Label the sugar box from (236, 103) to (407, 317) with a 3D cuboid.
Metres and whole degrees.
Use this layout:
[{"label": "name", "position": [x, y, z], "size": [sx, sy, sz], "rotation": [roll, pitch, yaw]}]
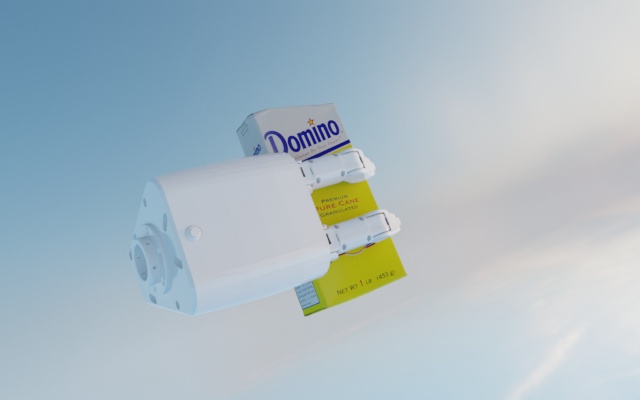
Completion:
[{"label": "sugar box", "position": [0.000, 0.001, 0.422], "size": [0.093, 0.176, 0.048], "rotation": [-14, -11, -35]}]
